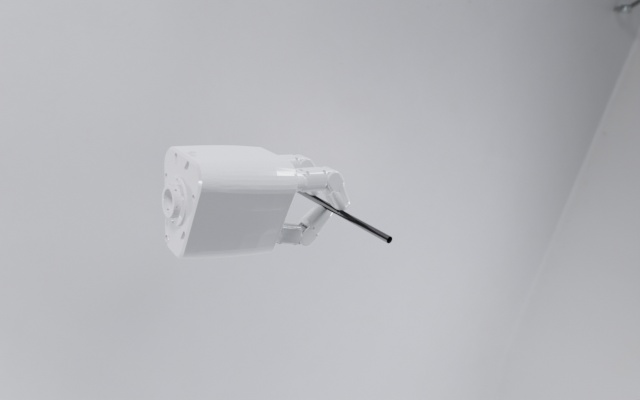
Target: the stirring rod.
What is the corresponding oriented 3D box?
[{"bbox_3d":[0.000,0.002,0.579,0.011,0.011,0.239,0,19,-39],"label":"stirring rod"}]
